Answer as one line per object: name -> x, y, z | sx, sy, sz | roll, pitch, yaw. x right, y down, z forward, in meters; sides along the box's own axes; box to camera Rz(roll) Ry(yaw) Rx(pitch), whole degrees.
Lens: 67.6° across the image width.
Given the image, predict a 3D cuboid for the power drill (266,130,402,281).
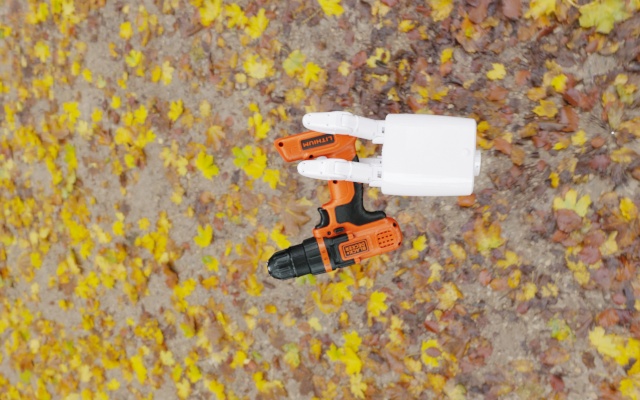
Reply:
power drill -> 0.000, 0.002, 0.625 | 0.184, 0.188, 0.057 | -16, 11, -4
